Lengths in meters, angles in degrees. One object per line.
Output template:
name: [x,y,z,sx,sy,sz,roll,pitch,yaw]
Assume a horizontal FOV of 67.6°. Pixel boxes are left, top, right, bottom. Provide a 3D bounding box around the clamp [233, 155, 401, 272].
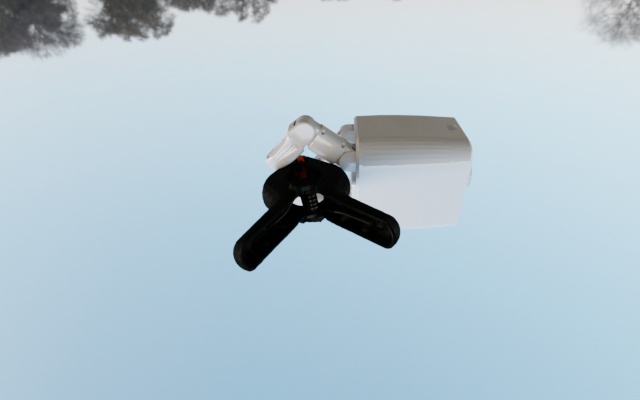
clamp: [0.000,0.002,0.402,0.120,0.039,0.171,0,28,2]
